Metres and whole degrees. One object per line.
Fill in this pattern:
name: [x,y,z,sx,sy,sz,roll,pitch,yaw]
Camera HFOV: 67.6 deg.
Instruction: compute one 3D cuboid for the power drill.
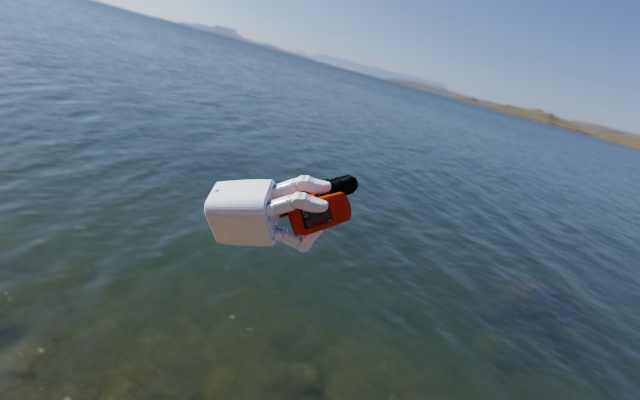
power drill: [0.000,0.003,0.892,0.184,0.057,0.187,-19,12,-6]
